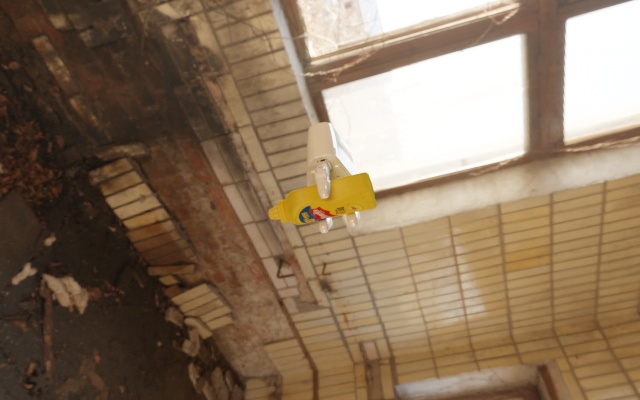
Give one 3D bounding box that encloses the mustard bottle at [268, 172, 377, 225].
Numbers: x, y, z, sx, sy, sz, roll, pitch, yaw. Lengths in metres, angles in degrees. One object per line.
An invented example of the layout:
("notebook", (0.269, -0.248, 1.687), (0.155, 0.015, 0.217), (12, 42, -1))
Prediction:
("mustard bottle", (0.000, 0.003, 0.850), (0.191, 0.058, 0.096), (-13, -21, 9))
